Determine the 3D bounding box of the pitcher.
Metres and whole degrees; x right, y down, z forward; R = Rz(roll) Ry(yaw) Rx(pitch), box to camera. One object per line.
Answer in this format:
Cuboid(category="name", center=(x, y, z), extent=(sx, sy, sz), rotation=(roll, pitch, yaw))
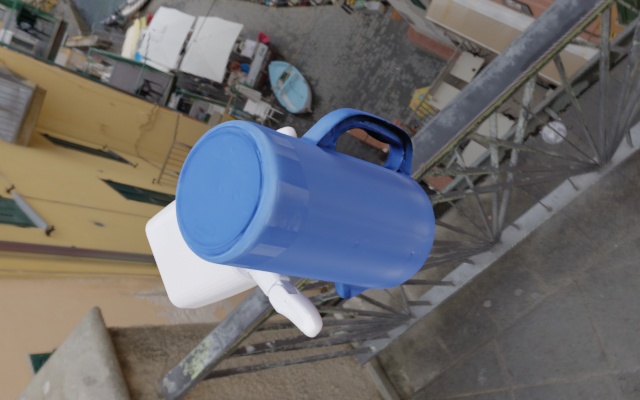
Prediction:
Cuboid(category="pitcher", center=(0.000, 0.002, 0.437), extent=(0.145, 0.149, 0.243), rotation=(-27, -25, 30))
